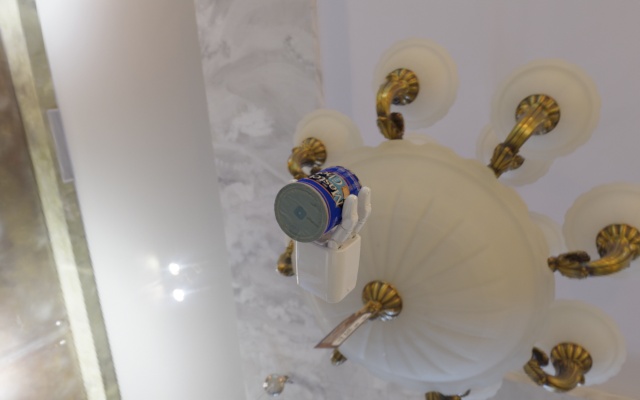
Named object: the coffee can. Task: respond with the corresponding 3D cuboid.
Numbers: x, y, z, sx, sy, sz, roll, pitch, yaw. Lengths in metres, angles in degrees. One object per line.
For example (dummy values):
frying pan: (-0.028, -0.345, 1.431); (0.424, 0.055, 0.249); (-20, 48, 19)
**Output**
coffee can: (0.000, 0.003, 0.838); (0.103, 0.103, 0.140); (0, 15, 31)
